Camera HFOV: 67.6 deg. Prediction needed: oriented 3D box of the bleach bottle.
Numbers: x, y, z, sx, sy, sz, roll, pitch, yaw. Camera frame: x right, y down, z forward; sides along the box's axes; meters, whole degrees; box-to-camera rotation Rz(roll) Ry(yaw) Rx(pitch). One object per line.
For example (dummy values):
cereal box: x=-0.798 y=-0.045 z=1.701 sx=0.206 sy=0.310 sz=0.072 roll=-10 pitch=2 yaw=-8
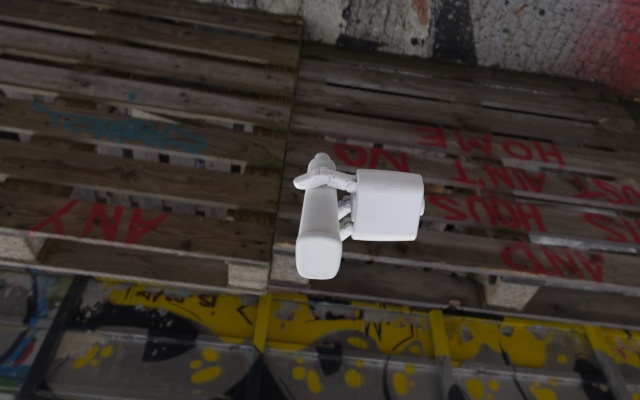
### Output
bleach bottle: x=0.000 y=0.003 z=0.793 sx=0.068 sy=0.103 sz=0.250 roll=3 pitch=44 yaw=-1
